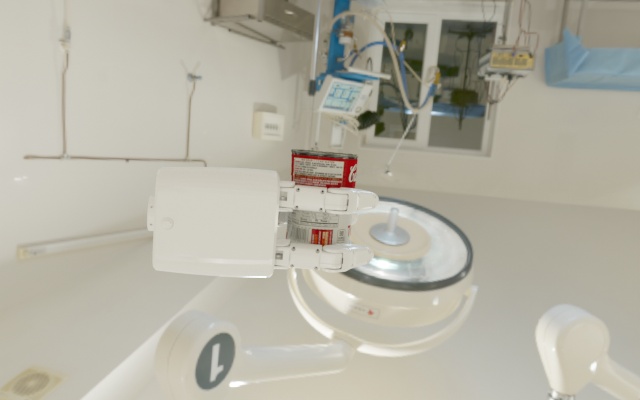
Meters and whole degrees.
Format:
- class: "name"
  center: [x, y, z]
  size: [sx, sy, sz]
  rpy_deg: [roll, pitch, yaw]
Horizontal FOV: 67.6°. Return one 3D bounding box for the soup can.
- class: "soup can"
  center: [0.001, 0.002, 0.485]
  size: [0.068, 0.102, 0.068]
  rpy_deg: [5, 7, -1]
